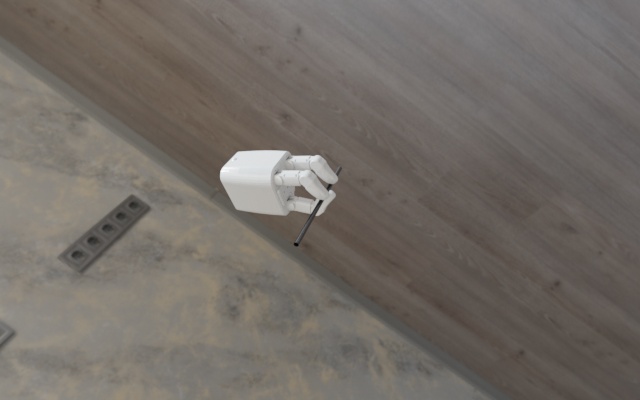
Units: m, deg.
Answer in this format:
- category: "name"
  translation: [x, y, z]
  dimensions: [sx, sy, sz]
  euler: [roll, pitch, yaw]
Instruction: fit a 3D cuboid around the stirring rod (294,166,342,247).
- category: "stirring rod"
  translation: [0.000, 0.003, 0.820]
  dimensions: [0.011, 0.011, 0.239]
  euler: [0, 32, 22]
